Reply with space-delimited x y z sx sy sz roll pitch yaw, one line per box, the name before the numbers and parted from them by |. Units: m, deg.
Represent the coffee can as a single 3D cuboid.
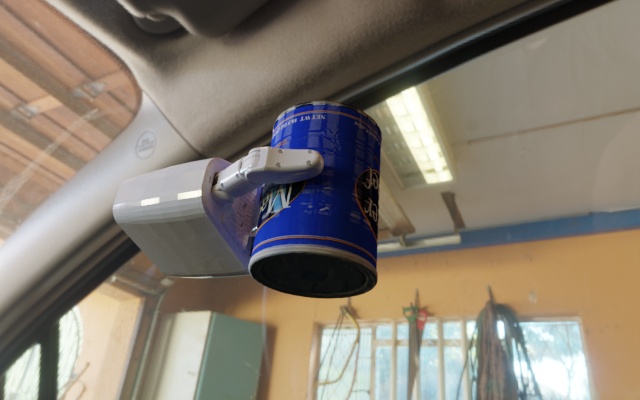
coffee can | 0.000 0.001 0.412 0.103 0.140 0.103 5 -29 3
